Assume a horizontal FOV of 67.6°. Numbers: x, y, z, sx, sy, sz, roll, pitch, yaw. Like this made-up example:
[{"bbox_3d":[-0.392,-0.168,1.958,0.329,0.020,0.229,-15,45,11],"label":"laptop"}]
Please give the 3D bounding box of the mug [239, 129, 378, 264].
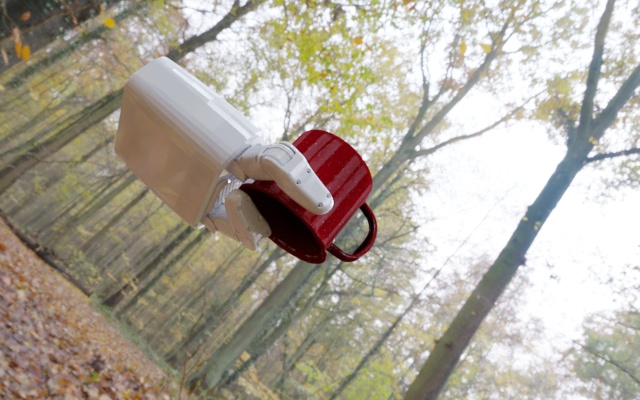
[{"bbox_3d":[0.001,0.002,0.409,0.117,0.081,0.093,41,-25,1],"label":"mug"}]
